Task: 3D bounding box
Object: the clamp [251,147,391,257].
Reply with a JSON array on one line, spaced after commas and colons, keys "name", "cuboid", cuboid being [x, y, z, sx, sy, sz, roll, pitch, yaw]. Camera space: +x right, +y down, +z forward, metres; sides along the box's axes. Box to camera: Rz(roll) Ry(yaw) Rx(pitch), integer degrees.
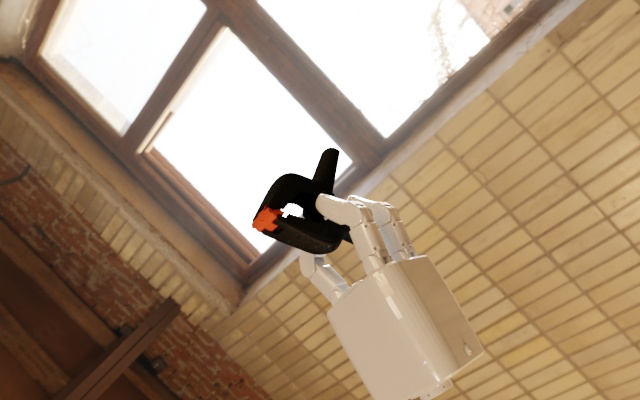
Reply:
[{"name": "clamp", "cuboid": [-0.001, 0.002, 0.520, 0.036, 0.164, 0.210, -42, -25, 29]}]
